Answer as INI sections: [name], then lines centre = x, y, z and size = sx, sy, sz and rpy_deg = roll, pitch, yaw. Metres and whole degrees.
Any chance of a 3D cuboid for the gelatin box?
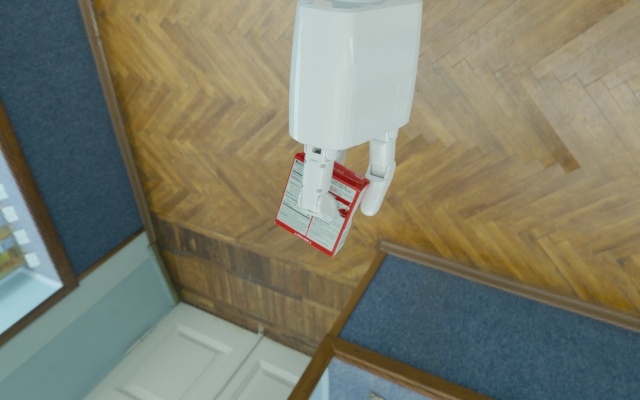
[gelatin box]
centre = 0.000, 0.002, 0.478
size = 0.073, 0.089, 0.030
rpy_deg = 29, 34, 14
